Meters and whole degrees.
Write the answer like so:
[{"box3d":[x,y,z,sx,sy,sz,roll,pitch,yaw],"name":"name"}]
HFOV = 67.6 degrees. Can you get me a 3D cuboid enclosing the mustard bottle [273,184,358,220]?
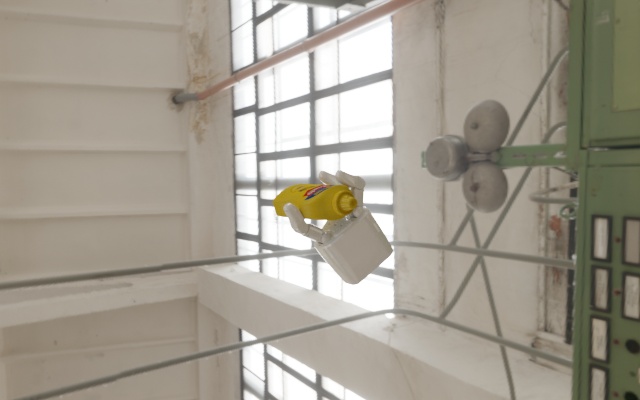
[{"box3d":[0.000,0.002,0.847,0.096,0.058,0.191,-21,13,-32],"name":"mustard bottle"}]
